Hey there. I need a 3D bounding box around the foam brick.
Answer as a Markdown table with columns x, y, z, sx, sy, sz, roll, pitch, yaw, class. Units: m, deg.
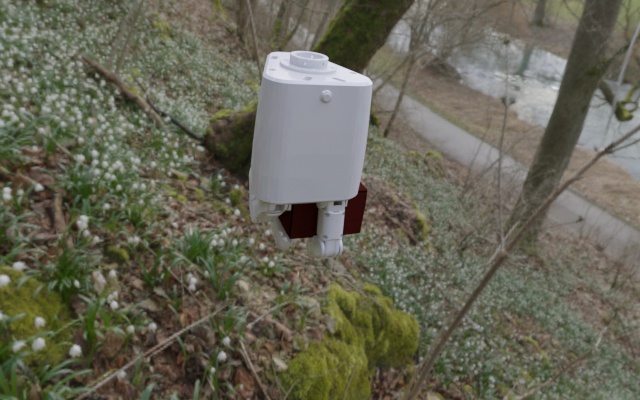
| x | y | z | sx | sy | sz | roll | pitch | yaw | class |
| --- | --- | --- | --- | --- | --- | --- | --- | --- | --- |
| 0.000 | 0.002 | 0.479 | 0.078 | 0.051 | 0.053 | -3 | 29 | -21 | foam brick |
